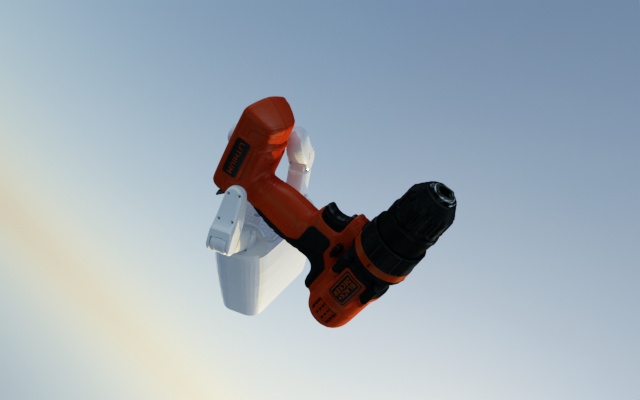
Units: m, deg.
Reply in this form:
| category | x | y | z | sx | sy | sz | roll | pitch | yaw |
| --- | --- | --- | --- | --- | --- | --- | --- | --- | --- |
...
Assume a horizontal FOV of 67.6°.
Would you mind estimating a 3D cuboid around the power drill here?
| category | x | y | z | sx | sy | sz | roll | pitch | yaw |
| --- | --- | --- | --- | --- | --- | --- | --- | --- | --- |
| power drill | 0.000 | 0.001 | 0.404 | 0.057 | 0.187 | 0.184 | -28 | -19 | -48 |
